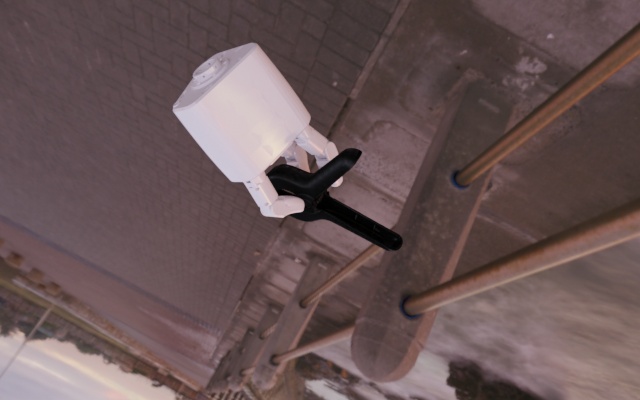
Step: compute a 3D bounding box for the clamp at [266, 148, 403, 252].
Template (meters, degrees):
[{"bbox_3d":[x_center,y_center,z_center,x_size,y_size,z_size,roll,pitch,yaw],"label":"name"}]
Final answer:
[{"bbox_3d":[-0.001,0.002,0.612,0.210,0.036,0.165,2,-43,43],"label":"clamp"}]
